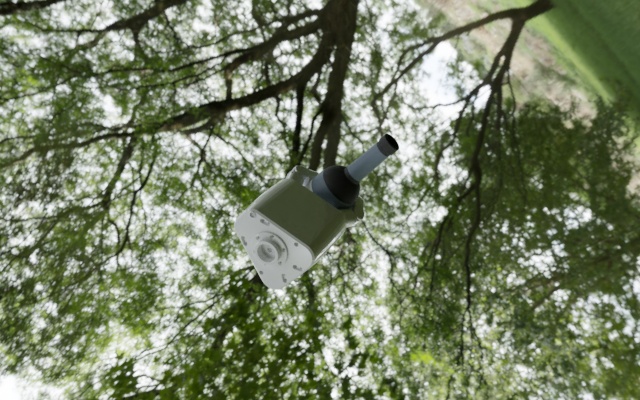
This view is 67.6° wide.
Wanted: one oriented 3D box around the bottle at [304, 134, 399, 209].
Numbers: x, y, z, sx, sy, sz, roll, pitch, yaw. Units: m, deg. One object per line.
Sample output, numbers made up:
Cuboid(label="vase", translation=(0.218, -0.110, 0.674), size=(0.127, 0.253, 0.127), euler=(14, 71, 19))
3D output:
Cuboid(label="bottle", translation=(0.000, 0.002, 0.710), size=(0.296, 0.069, 0.069), euler=(-40, -24, 32))
